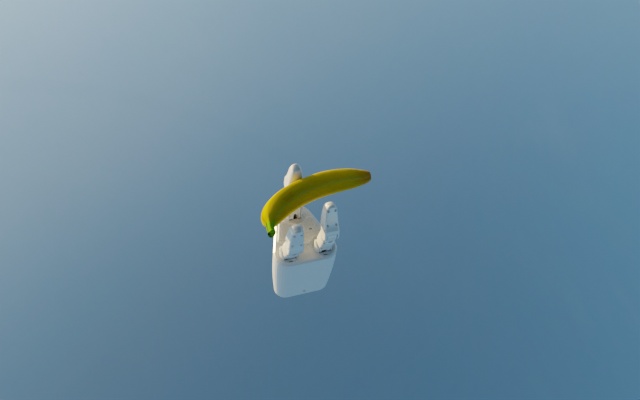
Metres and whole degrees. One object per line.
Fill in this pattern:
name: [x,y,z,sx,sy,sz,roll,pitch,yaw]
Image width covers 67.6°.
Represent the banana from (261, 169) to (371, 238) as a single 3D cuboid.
banana: [-0.015,-0.006,0.688,0.197,0.037,0.069,-31,53,-31]
